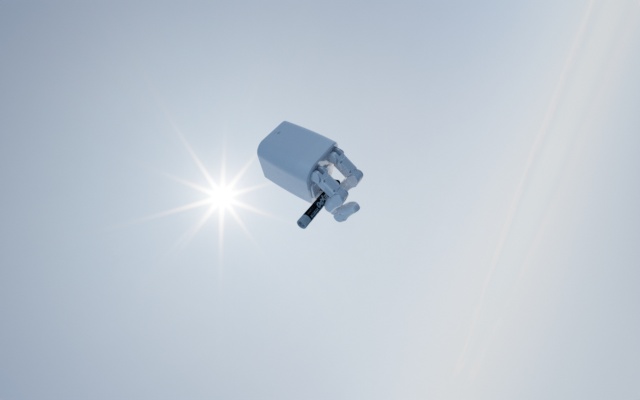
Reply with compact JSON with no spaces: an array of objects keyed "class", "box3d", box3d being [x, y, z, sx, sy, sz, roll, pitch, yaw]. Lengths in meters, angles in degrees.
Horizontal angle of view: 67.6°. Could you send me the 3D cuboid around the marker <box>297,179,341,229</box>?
[{"class":"marker","box3d":[0.000,0.003,0.802,0.020,0.020,0.121,0,37,40]}]
